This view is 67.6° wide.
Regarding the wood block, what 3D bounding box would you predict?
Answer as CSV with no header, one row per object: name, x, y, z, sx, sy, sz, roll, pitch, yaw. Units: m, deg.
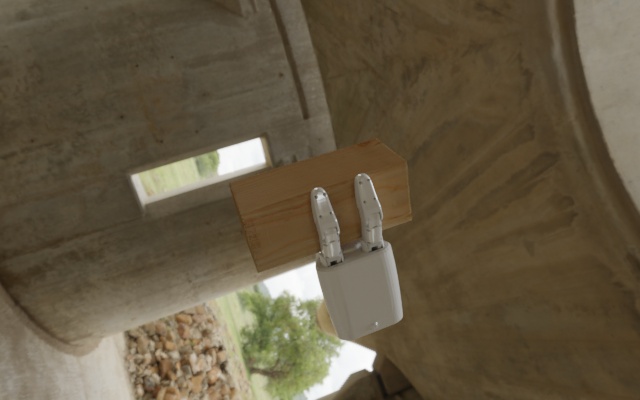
wood block,0.000,0.002,0.608,0.206,0.090,0.090,-18,30,-11
